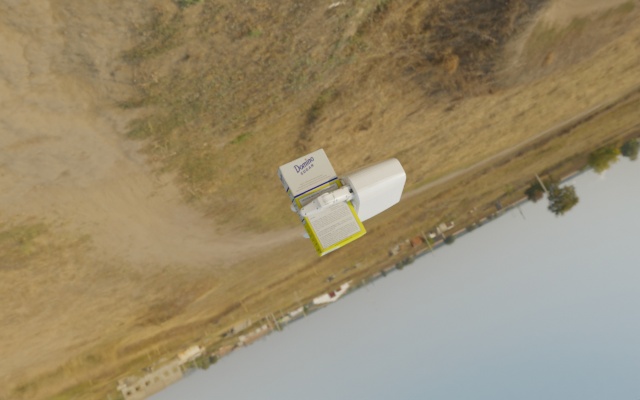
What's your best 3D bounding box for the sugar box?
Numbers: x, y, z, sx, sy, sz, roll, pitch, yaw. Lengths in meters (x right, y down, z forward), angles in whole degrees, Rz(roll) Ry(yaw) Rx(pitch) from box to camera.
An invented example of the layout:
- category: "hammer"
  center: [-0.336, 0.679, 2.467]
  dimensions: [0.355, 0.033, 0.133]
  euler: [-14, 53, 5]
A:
- category: "sugar box"
  center: [0.000, 0.003, 0.872]
  dimensions: [0.093, 0.176, 0.048]
  euler: [-24, -11, -15]
